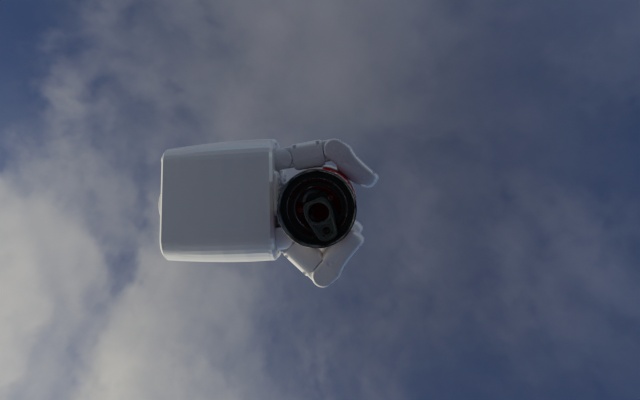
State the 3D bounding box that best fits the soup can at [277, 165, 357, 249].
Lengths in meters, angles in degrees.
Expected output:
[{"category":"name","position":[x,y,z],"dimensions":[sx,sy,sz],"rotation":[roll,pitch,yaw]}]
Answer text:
[{"category":"soup can","position":[0.001,0.001,0.451],"dimensions":[0.068,0.068,0.102],"rotation":[0,7,4]}]
